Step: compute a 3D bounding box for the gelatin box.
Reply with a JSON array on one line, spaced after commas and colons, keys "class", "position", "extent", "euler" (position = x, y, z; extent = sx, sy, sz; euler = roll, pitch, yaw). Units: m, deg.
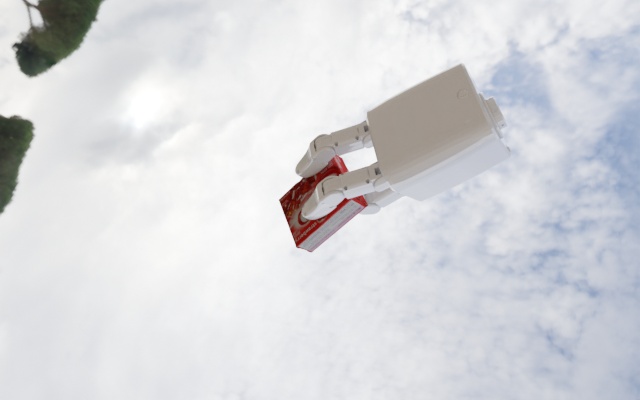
[{"class": "gelatin box", "position": [0.000, 0.002, 0.528], "extent": [0.089, 0.073, 0.030], "euler": [-42, -42, 21]}]
